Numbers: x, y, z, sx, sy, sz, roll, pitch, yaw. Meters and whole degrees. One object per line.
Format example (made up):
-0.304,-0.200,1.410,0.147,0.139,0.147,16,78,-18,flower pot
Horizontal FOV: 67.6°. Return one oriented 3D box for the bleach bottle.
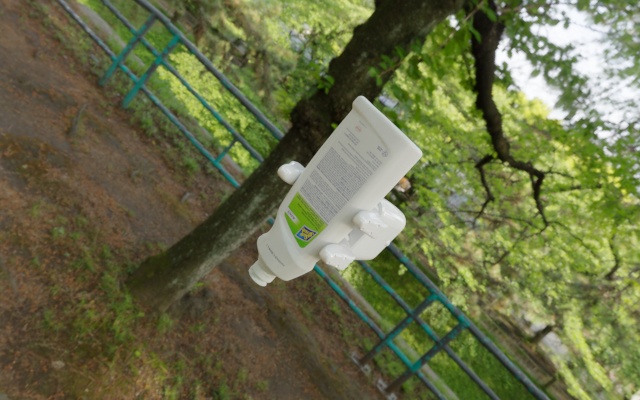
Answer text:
0.000,0.002,0.576,0.102,0.251,0.068,49,13,25,bleach bottle
